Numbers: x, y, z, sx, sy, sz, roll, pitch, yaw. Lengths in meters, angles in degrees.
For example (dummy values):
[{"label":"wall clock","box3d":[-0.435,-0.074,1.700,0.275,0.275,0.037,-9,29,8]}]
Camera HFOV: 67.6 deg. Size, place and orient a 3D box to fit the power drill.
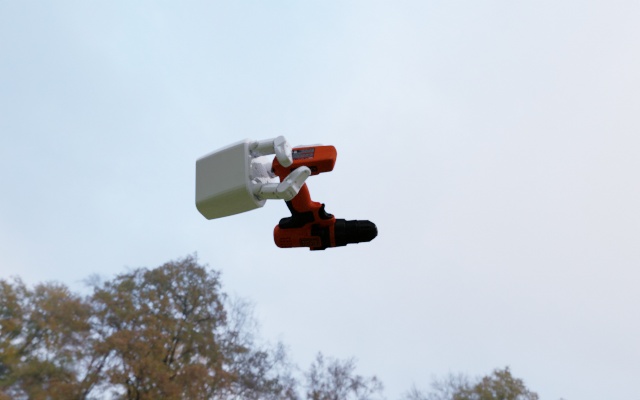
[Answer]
[{"label":"power drill","box3d":[0.000,0.002,0.800,0.184,0.188,0.057,-5,32,5]}]
